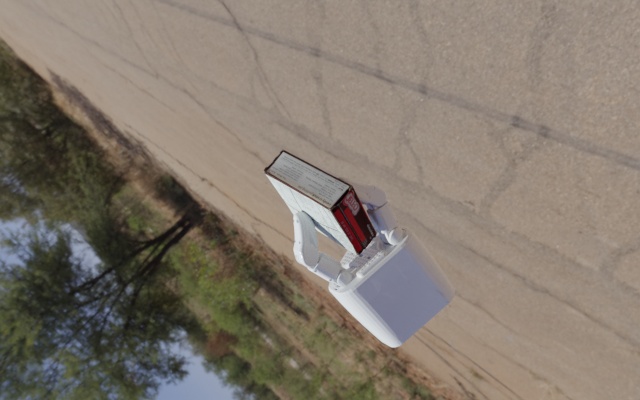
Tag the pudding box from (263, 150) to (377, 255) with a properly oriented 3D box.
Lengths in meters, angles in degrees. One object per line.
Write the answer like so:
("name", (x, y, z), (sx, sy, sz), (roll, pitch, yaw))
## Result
("pudding box", (0.000, 0.002, 0.520), (0.113, 0.039, 0.090), (28, -21, 38))
